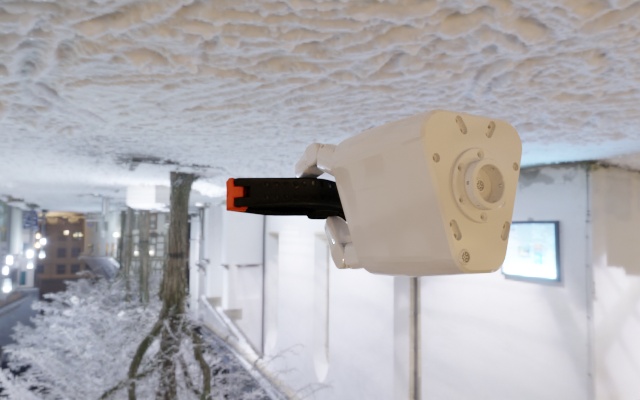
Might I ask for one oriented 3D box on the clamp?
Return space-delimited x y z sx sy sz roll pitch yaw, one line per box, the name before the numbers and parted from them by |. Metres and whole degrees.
clamp | 0.000 0.002 0.484 0.210 0.036 0.164 2 -10 -28
